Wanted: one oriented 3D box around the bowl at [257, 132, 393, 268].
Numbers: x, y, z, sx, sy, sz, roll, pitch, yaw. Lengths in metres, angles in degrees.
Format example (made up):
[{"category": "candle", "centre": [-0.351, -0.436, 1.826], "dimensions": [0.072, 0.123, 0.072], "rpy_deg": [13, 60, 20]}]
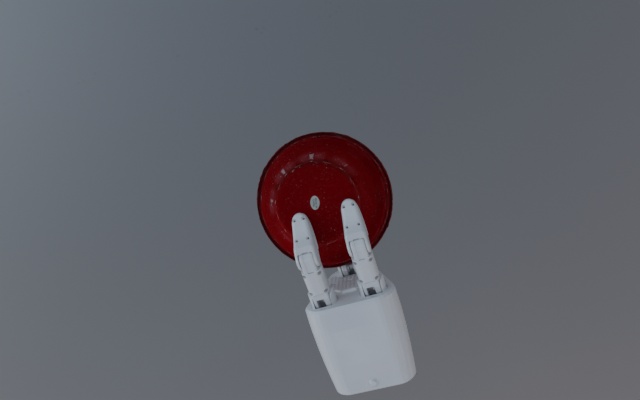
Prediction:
[{"category": "bowl", "centre": [-0.001, 0.001, 0.537], "dimensions": [0.162, 0.162, 0.055], "rpy_deg": [0, 4, 8]}]
